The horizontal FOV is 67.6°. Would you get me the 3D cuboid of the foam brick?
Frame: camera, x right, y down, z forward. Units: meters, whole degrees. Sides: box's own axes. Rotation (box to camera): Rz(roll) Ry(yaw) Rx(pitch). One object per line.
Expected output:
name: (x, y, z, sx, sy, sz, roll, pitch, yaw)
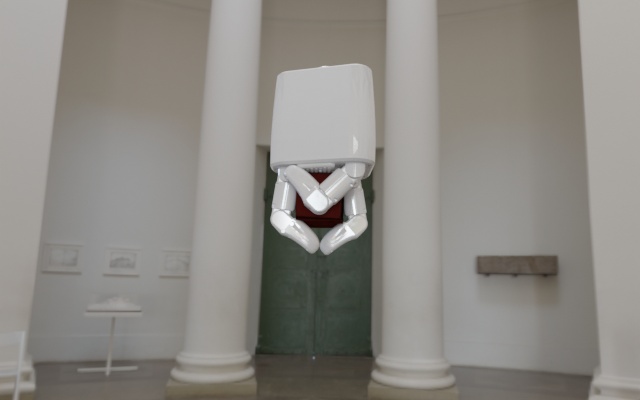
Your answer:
foam brick: (0.000, 0.002, 0.539, 0.053, 0.051, 0.078, 1, -10, 0)
